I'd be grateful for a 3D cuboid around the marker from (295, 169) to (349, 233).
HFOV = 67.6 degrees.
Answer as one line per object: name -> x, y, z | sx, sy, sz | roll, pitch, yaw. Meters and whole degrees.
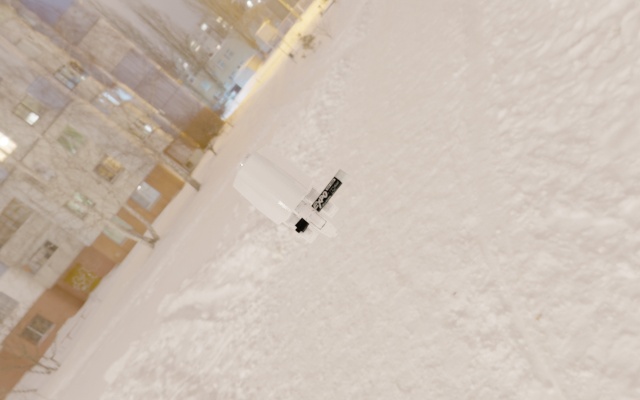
marker -> 0.000, 0.003, 0.758 | 0.020, 0.121, 0.020 | 39, -2, 2
